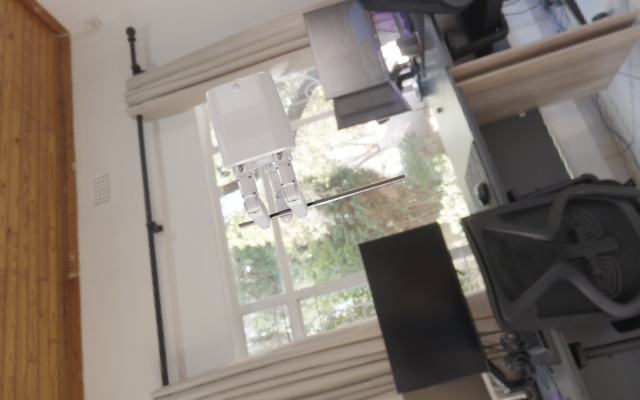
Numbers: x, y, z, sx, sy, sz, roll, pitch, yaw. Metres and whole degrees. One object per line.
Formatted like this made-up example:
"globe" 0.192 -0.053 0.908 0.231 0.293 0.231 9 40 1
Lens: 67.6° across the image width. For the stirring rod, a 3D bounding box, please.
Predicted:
"stirring rod" 0.000 0.002 0.660 0.239 0.011 0.011 -17 -2 7
